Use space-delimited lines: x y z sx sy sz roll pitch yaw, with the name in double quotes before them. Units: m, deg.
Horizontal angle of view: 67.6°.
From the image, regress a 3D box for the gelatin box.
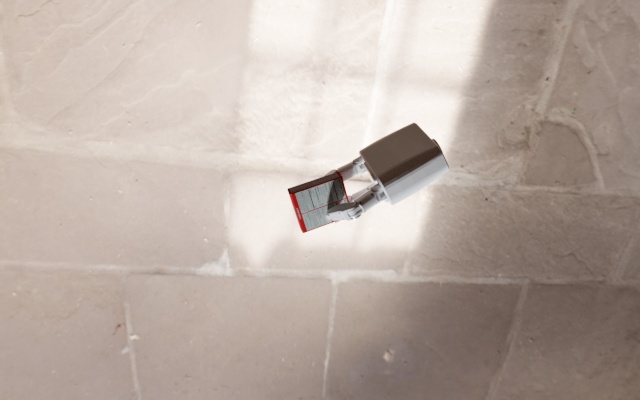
"gelatin box" 0.000 0.003 0.765 0.089 0.073 0.030 -20 25 -6
